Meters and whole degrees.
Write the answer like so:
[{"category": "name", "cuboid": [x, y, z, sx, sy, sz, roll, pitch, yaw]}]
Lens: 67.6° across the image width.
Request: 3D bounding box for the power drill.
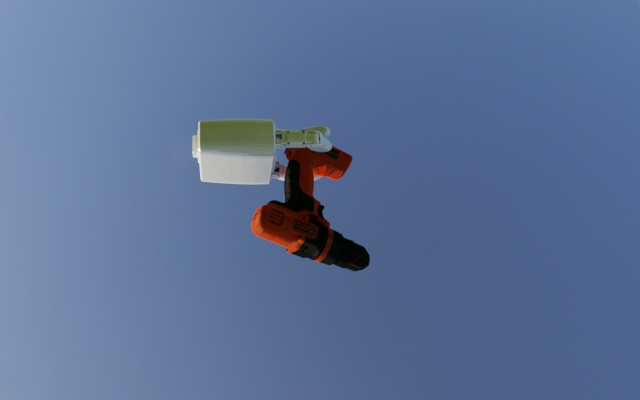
[{"category": "power drill", "cuboid": [0.000, 0.002, 0.717, 0.184, 0.187, 0.057, 24, -38, -20]}]
